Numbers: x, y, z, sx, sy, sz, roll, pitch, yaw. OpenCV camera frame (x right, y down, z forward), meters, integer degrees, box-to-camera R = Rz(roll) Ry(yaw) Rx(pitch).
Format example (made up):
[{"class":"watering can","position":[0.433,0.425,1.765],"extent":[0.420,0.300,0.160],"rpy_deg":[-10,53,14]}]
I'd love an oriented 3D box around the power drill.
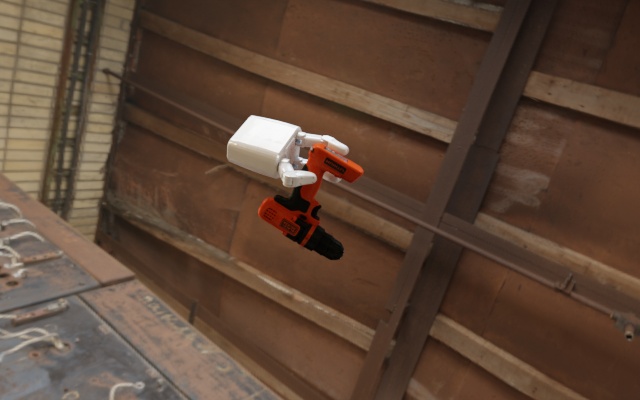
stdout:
[{"class":"power drill","position":[0.000,0.002,0.896],"extent":[0.184,0.188,0.057],"rpy_deg":[32,14,-5]}]
